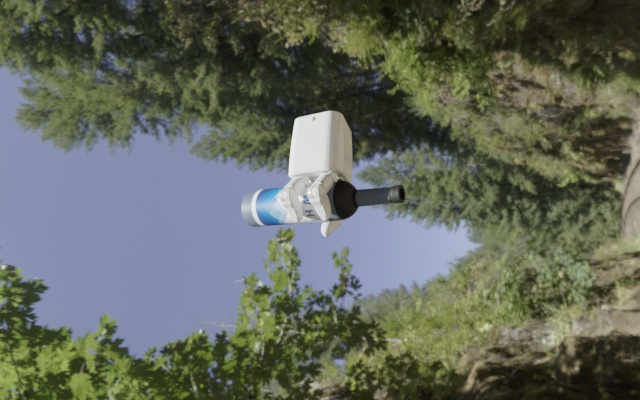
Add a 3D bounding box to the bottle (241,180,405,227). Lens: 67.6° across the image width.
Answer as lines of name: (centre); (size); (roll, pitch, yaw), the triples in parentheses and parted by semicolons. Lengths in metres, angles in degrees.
bottle: (0.000, 0.003, 0.805); (0.296, 0.069, 0.069); (-6, -3, 32)
